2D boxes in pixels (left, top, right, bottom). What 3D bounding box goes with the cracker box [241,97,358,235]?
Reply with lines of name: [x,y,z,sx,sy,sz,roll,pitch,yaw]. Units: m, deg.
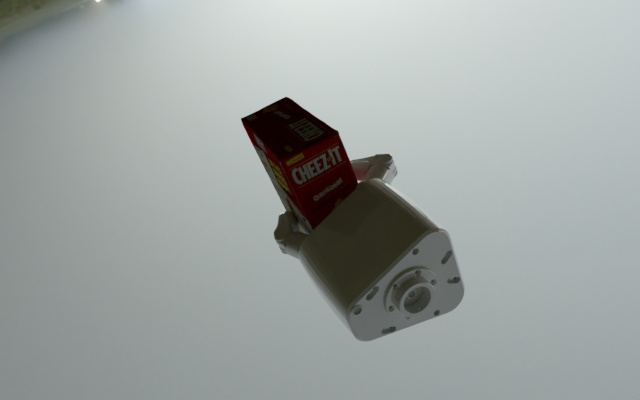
cracker box: [0.000,0.002,0.551,0.072,0.214,0.164,-29,31,-9]
